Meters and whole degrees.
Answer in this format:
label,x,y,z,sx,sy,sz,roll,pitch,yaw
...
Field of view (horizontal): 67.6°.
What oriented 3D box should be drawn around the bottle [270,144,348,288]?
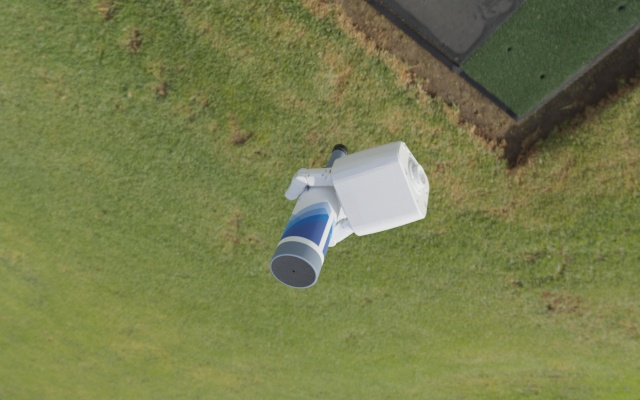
label,x,y,z,sx,sy,sz,roll,pitch,yaw
bottle,0.000,0.003,0.741,0.069,0.069,0.295,0,39,18
